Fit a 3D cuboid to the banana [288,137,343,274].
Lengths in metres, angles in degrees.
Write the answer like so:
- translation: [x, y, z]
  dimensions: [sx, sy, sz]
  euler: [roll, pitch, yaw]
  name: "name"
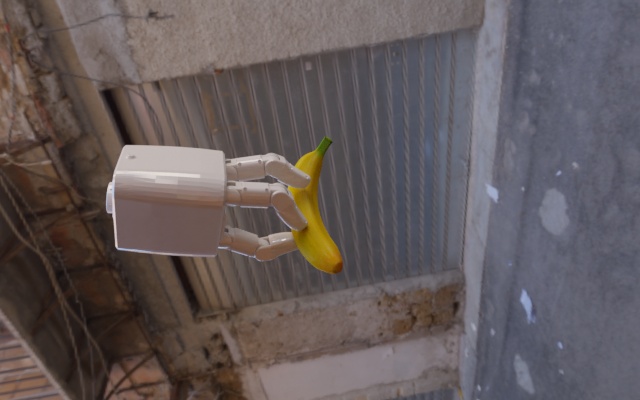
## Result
- translation: [-0.011, 0.009, 0.559]
  dimensions: [0.037, 0.197, 0.070]
  euler: [21, -45, -29]
  name: "banana"
